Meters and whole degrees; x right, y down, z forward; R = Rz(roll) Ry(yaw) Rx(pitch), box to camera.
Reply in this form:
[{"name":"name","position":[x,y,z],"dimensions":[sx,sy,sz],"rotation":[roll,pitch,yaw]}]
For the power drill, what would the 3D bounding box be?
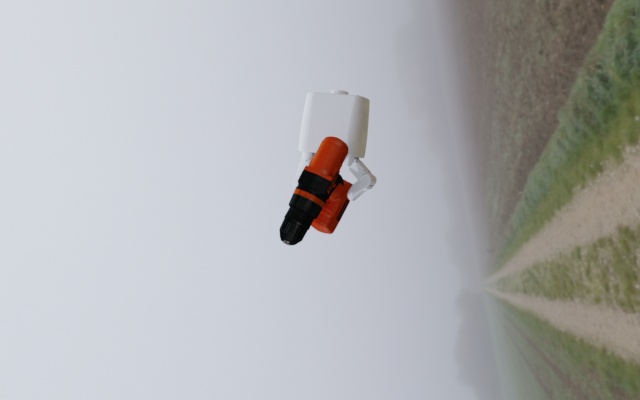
[{"name":"power drill","position":[0.000,0.002,0.805],"dimensions":[0.057,0.184,0.188],"rotation":[26,-9,14]}]
